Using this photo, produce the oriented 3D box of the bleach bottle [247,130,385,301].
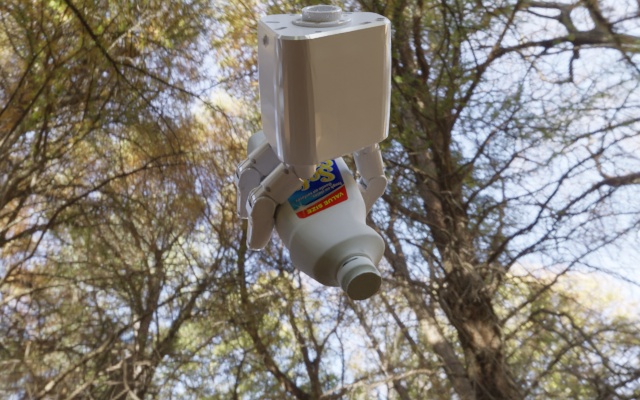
[{"bbox_3d":[0.000,0.002,0.462,0.102,0.068,0.250,-12,33,-15],"label":"bleach bottle"}]
